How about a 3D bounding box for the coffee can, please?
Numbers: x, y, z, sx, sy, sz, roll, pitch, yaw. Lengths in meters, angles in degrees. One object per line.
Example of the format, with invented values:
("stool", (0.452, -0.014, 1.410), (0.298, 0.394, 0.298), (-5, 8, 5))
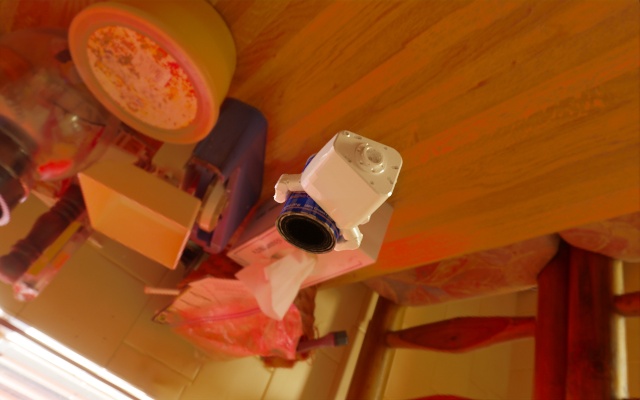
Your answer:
("coffee can", (0.000, 0.003, 0.790), (0.103, 0.140, 0.103), (15, -38, 12))
